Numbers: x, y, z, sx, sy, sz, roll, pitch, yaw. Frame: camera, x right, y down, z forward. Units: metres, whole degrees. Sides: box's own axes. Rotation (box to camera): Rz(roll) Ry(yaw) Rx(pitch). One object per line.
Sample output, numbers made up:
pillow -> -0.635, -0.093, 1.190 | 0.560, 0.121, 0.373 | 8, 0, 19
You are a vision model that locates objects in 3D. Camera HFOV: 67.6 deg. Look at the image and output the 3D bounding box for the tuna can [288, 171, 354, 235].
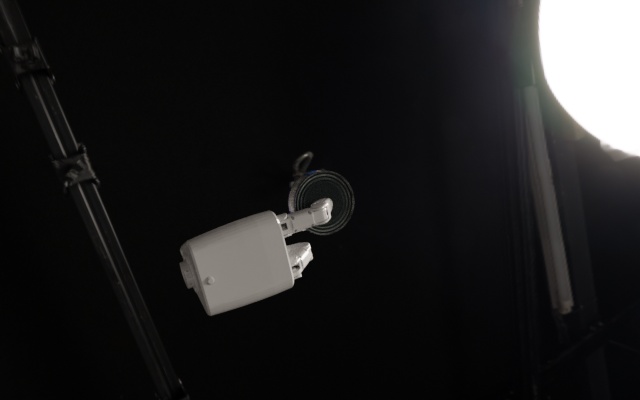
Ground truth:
tuna can -> 0.000, 0.002, 0.647 | 0.086, 0.086, 0.034 | 0, 5, -22
